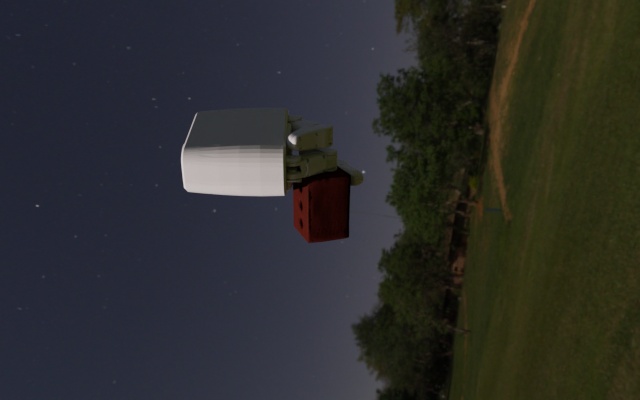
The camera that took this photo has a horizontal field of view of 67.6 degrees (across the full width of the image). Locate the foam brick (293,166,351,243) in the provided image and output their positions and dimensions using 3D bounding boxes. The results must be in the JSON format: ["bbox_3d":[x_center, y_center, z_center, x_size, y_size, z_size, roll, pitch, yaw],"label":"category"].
[{"bbox_3d":[0.000,0.002,0.546,0.051,0.078,0.053,-9,23,-22],"label":"foam brick"}]
